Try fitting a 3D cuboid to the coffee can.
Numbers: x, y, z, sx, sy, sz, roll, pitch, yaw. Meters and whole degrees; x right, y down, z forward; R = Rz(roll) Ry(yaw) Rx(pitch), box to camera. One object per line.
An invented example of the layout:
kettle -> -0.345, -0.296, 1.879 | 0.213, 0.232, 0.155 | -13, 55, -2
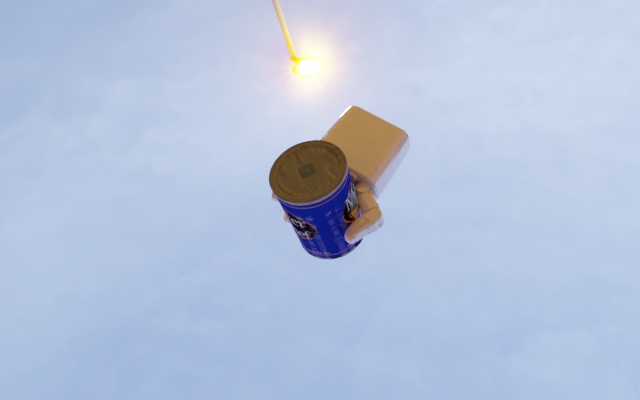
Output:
coffee can -> 0.000, 0.002, 0.654 | 0.103, 0.102, 0.140 | 0, -36, 18
